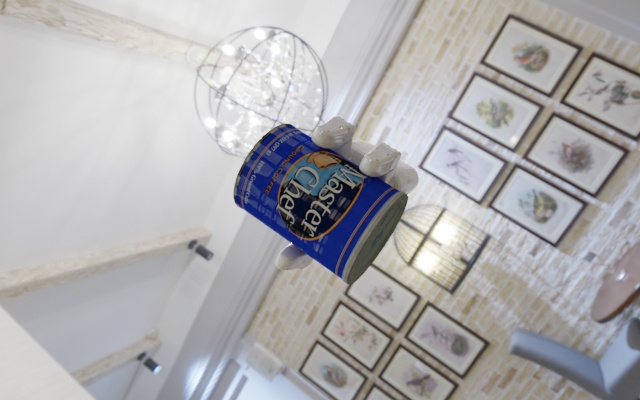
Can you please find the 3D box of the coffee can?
[{"bbox_3d":[0.000,0.002,0.475,0.140,0.103,0.103,33,11,17],"label":"coffee can"}]
